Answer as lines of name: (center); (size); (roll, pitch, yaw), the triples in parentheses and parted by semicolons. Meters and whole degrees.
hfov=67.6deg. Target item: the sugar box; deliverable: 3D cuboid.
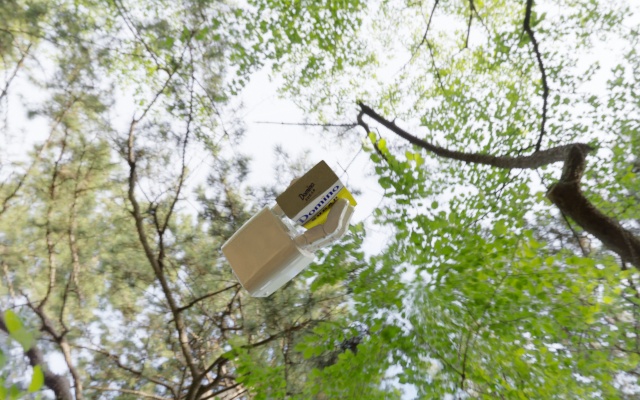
sugar box: (0.000, 0.003, 0.747); (0.093, 0.048, 0.176); (-40, -15, 3)
